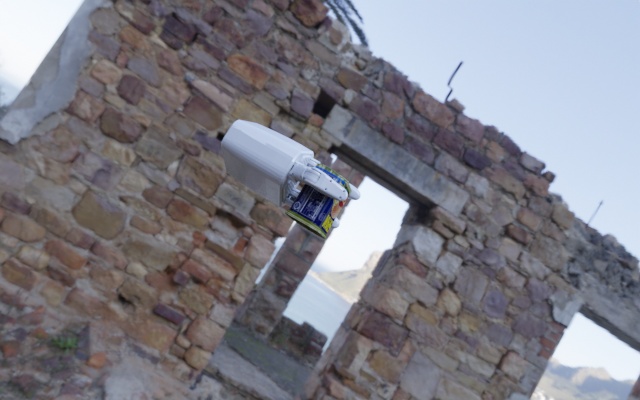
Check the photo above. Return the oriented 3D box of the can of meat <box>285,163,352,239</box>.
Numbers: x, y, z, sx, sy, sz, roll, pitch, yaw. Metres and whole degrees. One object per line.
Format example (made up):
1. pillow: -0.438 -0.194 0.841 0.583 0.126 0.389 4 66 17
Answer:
1. can of meat: 0.000 0.002 0.687 0.057 0.084 0.102 29 -6 12
